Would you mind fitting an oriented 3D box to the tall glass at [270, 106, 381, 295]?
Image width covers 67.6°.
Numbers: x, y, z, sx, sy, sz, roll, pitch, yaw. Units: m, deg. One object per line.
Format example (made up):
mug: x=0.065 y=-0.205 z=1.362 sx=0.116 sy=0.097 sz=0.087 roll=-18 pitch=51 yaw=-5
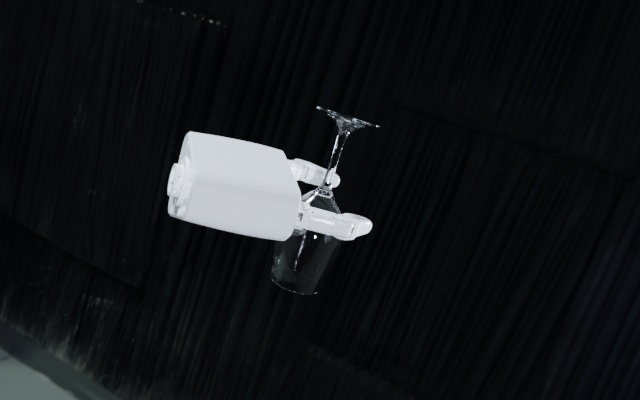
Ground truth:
tall glass: x=0.000 y=0.001 z=0.534 sx=0.079 sy=0.201 sz=0.079 roll=17 pitch=12 yaw=-4
